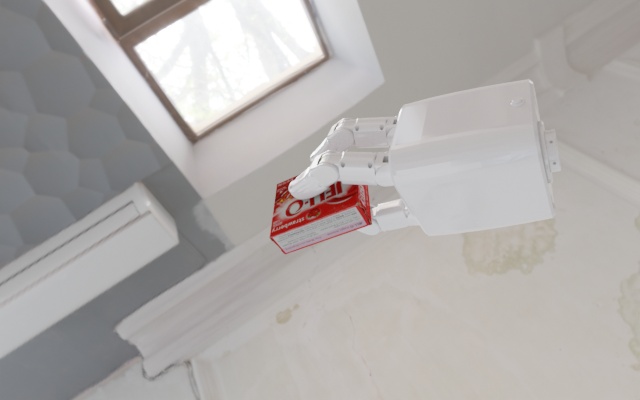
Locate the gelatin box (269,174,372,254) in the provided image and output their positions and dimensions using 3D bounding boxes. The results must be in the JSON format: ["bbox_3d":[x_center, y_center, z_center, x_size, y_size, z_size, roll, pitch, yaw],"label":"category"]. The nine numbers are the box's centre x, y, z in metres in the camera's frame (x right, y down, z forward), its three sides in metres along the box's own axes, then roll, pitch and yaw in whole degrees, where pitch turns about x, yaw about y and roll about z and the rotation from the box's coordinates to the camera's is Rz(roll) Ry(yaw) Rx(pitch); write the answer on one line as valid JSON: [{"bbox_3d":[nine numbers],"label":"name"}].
[{"bbox_3d":[0.000,0.002,0.434,0.089,0.073,0.030,-21,-52,20],"label":"gelatin box"}]
